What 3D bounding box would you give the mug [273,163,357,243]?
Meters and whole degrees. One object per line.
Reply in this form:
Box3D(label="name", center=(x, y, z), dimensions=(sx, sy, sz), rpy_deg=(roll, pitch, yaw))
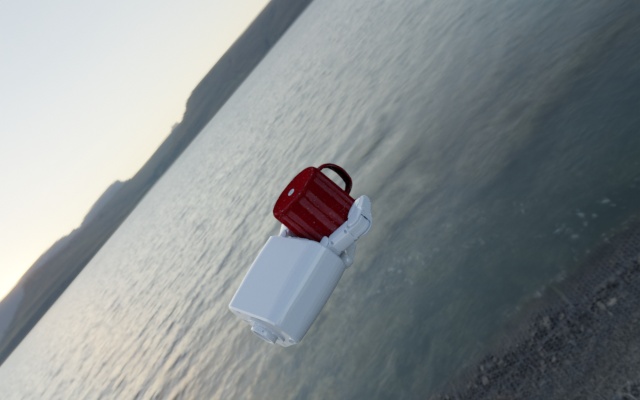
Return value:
Box3D(label="mug", center=(0.001, 0.001, 0.607), dimensions=(0.081, 0.117, 0.093), rpy_deg=(39, -26, -17))
